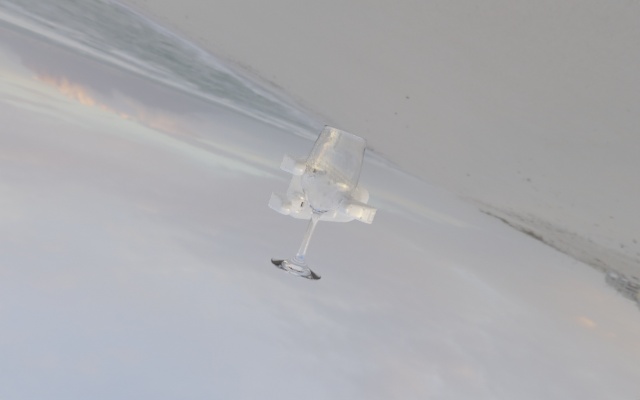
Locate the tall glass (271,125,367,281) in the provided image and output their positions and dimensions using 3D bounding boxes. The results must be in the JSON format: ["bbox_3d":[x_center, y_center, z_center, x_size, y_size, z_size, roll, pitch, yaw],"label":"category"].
[{"bbox_3d":[0.000,0.003,0.652,0.079,0.201,0.079,20,6,-2],"label":"tall glass"}]
